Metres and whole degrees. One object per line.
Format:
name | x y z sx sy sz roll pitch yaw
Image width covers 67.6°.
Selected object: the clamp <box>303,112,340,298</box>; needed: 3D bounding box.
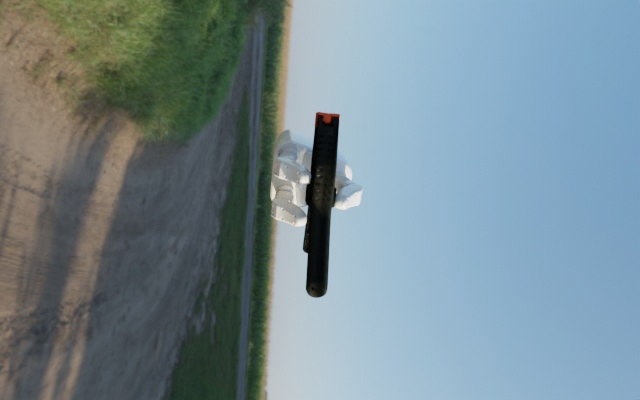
clamp | 0.001 0.001 0.580 0.036 0.210 0.164 4 19 -6
